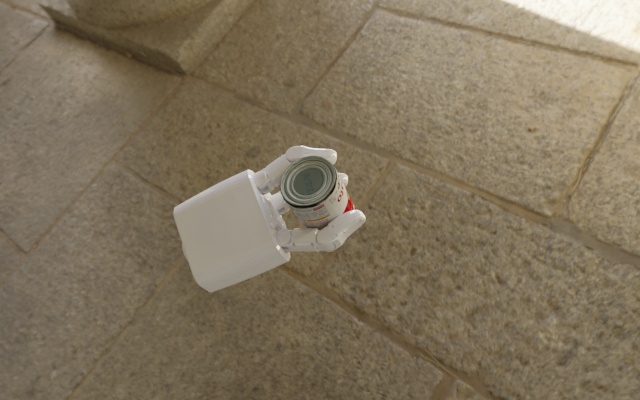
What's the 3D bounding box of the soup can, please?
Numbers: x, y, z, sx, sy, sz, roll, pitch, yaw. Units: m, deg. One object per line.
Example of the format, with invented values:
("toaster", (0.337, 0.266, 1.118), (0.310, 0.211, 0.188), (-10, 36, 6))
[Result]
("soup can", (0.000, 0.002, 0.560), (0.068, 0.068, 0.102), (0, -29, 19))
